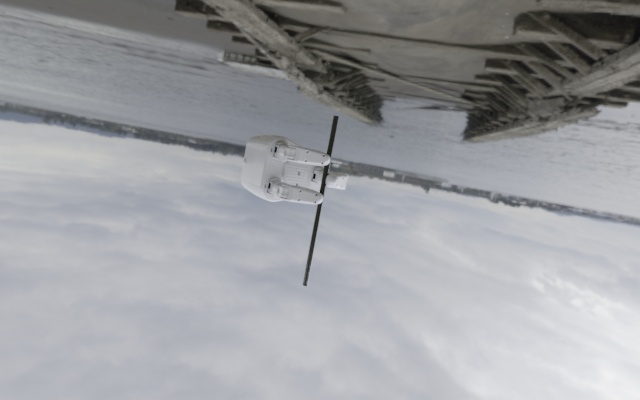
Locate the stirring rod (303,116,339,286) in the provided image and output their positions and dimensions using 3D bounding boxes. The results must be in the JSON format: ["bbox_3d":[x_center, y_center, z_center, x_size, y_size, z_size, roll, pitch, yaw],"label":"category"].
[{"bbox_3d":[0.000,0.002,0.665,0.011,0.239,0.011,10,5,-1],"label":"stirring rod"}]
